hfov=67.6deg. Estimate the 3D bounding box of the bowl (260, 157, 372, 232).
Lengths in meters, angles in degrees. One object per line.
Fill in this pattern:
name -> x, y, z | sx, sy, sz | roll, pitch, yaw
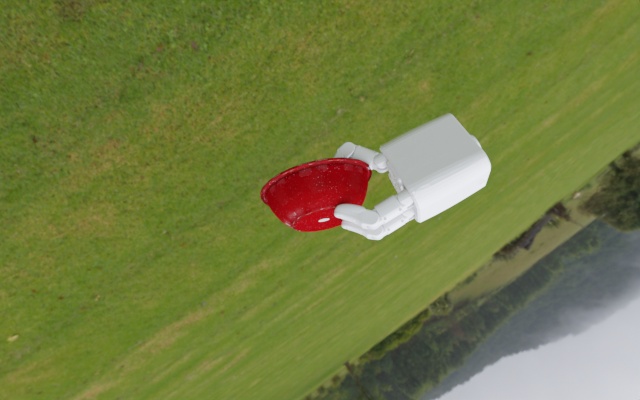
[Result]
bowl -> -0.001, 0.003, 0.664 | 0.162, 0.055, 0.162 | -12, -21, -4
